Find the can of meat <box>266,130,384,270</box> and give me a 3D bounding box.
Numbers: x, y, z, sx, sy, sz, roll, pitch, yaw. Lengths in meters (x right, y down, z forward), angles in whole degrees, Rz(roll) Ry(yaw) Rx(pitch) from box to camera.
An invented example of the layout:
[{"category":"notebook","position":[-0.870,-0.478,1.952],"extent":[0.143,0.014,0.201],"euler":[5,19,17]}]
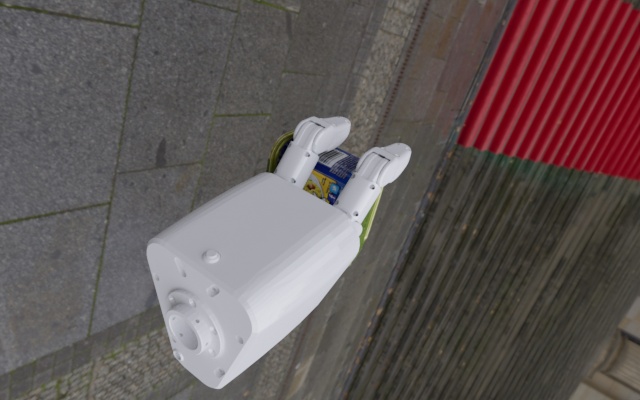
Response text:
[{"category":"can of meat","position":[0.000,0.002,0.409],"extent":[0.084,0.102,0.057],"euler":[29,35,24]}]
